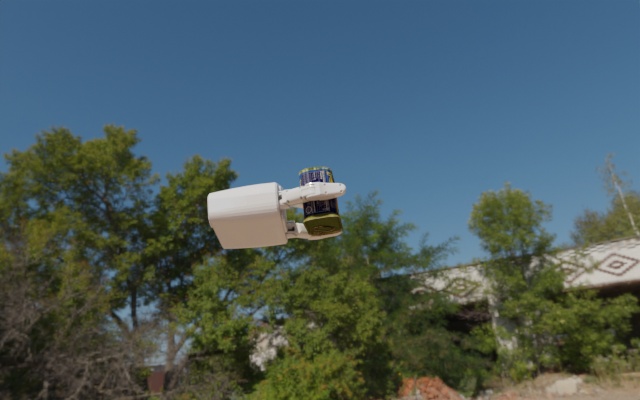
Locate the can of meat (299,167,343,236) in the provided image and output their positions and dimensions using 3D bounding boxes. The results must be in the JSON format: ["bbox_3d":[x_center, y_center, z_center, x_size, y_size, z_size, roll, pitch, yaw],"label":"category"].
[{"bbox_3d":[0.000,0.002,0.758,0.057,0.084,0.102,-9,-19,4],"label":"can of meat"}]
